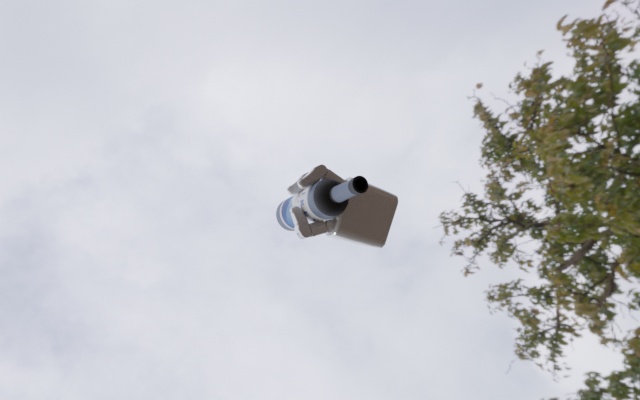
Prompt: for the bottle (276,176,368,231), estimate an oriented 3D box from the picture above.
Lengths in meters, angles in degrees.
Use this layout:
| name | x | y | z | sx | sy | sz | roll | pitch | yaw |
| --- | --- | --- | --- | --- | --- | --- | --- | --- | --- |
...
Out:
| name | x | y | z | sx | sy | sz | roll | pitch | yaw |
| --- | --- | --- | --- | --- | --- | --- | --- | --- | --- |
| bottle | 0.000 | 0.003 | 0.845 | 0.069 | 0.069 | 0.296 | 0 | -11 | -24 |
